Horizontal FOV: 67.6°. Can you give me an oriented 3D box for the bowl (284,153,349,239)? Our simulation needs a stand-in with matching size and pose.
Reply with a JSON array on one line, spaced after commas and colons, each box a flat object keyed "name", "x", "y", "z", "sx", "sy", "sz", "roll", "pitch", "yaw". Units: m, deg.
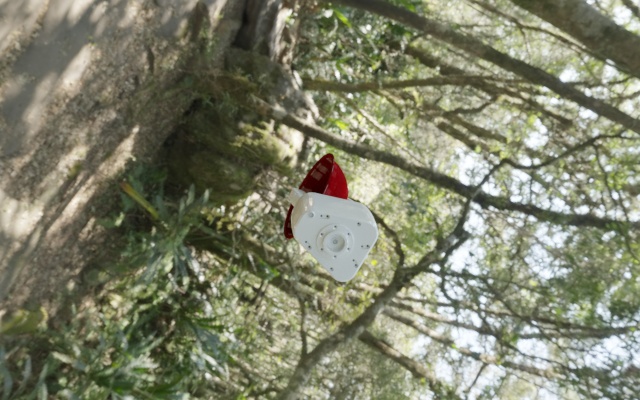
[{"name": "bowl", "x": 0.000, "y": 0.002, "z": 0.812, "sx": 0.055, "sy": 0.162, "sz": 0.162, "roll": 28, "pitch": -9, "yaw": -17}]
